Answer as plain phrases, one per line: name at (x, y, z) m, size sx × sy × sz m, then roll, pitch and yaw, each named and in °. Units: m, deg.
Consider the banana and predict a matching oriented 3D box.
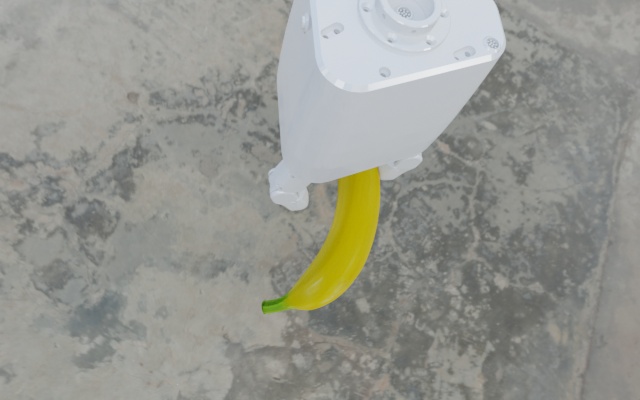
banana at (0.016, 0.011, 0.408) m, size 0.069 × 0.197 × 0.037 m, roll 21°, pitch -21°, yaw 0°
